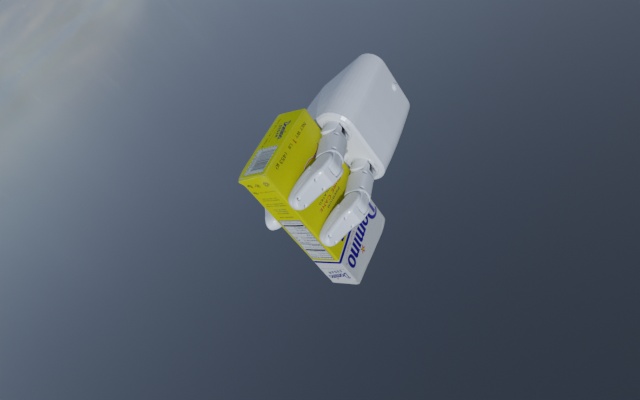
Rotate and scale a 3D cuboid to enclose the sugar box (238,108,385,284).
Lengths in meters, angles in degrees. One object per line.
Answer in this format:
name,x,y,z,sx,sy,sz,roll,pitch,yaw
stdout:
sugar box,0.000,0.001,0.500,0.048,0.093,0.176,-6,-44,44
